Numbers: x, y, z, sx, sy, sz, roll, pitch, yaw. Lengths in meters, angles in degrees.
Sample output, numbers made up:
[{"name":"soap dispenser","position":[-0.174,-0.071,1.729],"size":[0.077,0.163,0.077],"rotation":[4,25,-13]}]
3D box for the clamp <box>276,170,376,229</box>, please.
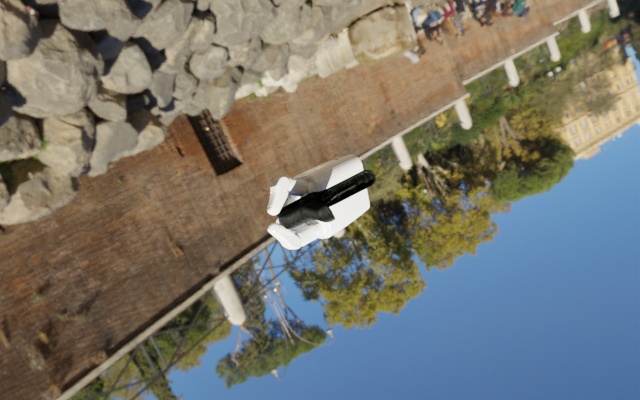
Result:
[{"name":"clamp","position":[0.000,0.003,0.694],"size":[0.120,0.039,0.171],"rotation":[-30,11,-35]}]
